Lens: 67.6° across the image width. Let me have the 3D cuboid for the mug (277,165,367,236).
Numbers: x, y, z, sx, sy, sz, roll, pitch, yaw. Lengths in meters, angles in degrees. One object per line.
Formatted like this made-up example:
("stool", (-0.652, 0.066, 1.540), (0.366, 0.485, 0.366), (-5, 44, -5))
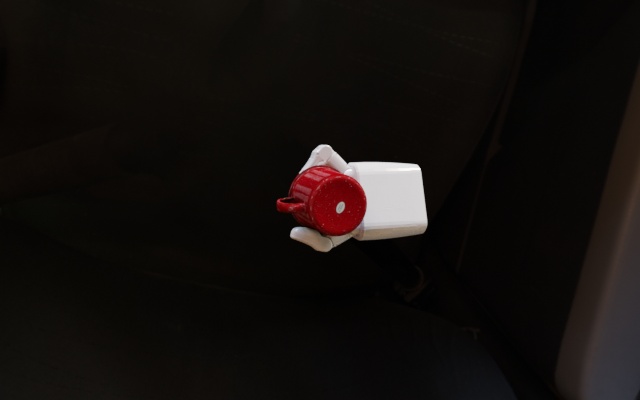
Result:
("mug", (-0.001, 0.002, 0.637), (0.117, 0.093, 0.081), (-3, 9, -17))
